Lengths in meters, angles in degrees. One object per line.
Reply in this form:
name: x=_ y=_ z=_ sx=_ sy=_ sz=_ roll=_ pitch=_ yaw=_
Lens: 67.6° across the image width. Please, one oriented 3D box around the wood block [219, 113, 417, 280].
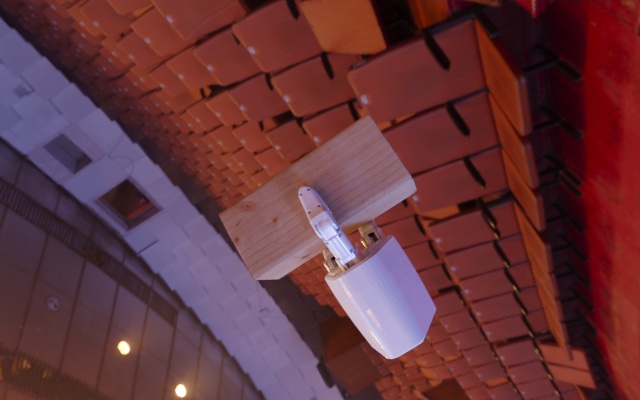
wood block: x=0.000 y=0.002 z=0.564 sx=0.206 sy=0.090 sz=0.091 roll=-33 pitch=-15 yaw=8
